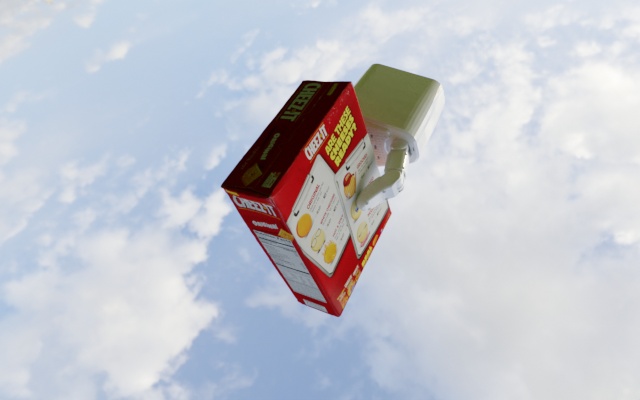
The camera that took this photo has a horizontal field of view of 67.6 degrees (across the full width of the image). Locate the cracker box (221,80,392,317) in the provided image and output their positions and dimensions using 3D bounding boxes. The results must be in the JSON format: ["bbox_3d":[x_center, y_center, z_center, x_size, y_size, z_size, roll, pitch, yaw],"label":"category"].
[{"bbox_3d":[0.000,0.002,0.533,0.072,0.164,0.214,11,-36,32],"label":"cracker box"}]
